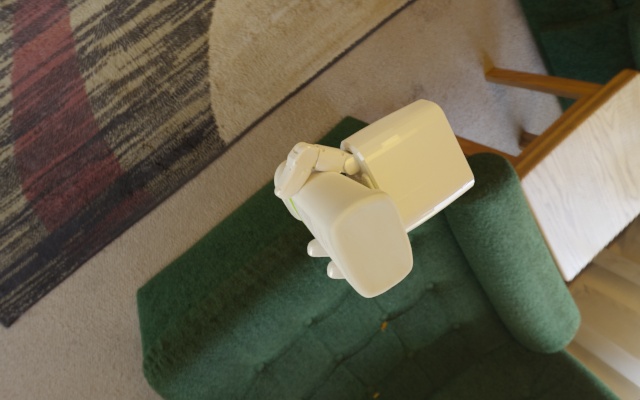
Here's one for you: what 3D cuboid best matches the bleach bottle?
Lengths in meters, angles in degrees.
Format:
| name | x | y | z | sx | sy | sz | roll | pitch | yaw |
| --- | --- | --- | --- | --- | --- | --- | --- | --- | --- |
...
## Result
| name | x | y | z | sx | sy | sz | roll | pitch | yaw |
| --- | --- | --- | --- | --- | --- | --- | --- | --- | --- |
| bleach bottle | 0.000 | 0.002 | 0.519 | 0.068 | 0.103 | 0.250 | -31 | 29 | -11 |
